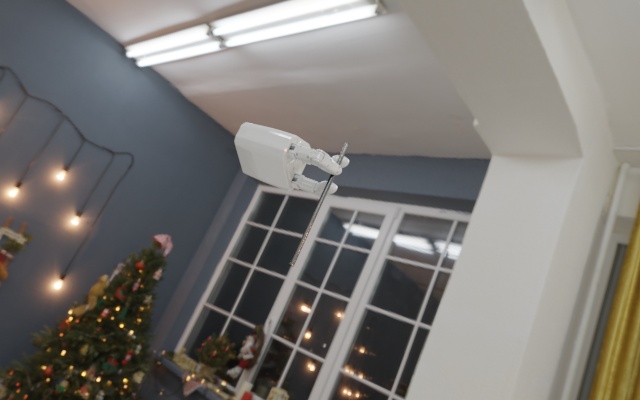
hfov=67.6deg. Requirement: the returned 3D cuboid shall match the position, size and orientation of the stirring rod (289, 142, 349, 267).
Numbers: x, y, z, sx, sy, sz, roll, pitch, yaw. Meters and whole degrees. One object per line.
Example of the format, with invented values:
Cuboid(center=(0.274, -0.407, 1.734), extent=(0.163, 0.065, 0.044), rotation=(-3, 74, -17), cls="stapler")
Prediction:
Cuboid(center=(0.000, 0.003, 0.823), extent=(0.011, 0.239, 0.011), rotation=(23, -16, 7), cls="stirring rod")
